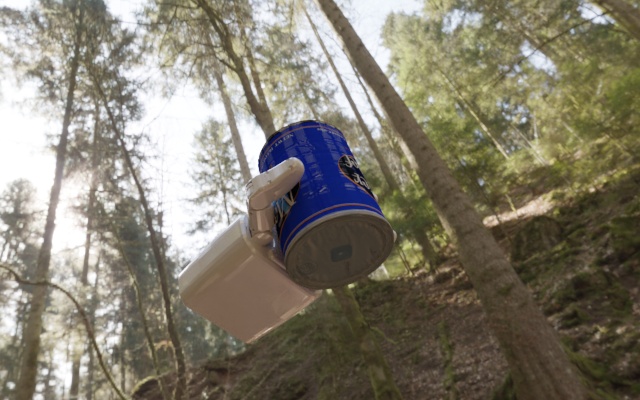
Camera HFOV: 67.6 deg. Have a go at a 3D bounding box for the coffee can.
[{"bbox_3d":[0.000,0.002,0.476,0.103,0.103,0.140,0,43,-21],"label":"coffee can"}]
